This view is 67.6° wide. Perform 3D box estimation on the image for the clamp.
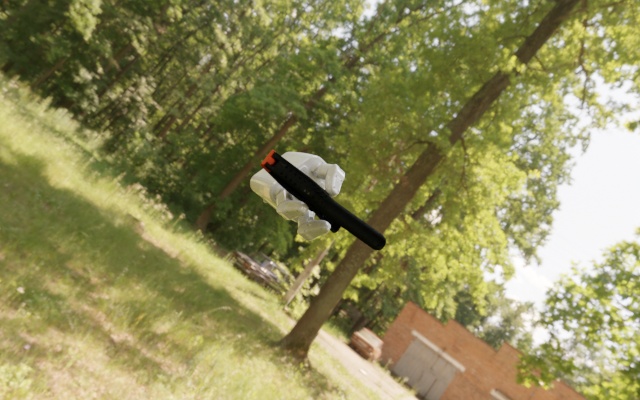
[{"bbox_3d":[0.000,0.001,0.722,0.210,0.036,0.164,42,-12,-29],"label":"clamp"}]
